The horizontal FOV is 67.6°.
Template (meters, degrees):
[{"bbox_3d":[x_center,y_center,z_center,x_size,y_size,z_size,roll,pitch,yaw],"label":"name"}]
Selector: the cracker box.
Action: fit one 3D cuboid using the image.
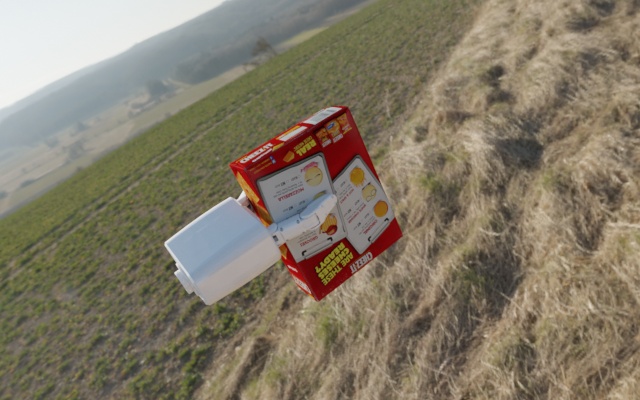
[{"bbox_3d":[0.000,0.002,0.656,0.164,0.214,0.072,-35,25,-18],"label":"cracker box"}]
